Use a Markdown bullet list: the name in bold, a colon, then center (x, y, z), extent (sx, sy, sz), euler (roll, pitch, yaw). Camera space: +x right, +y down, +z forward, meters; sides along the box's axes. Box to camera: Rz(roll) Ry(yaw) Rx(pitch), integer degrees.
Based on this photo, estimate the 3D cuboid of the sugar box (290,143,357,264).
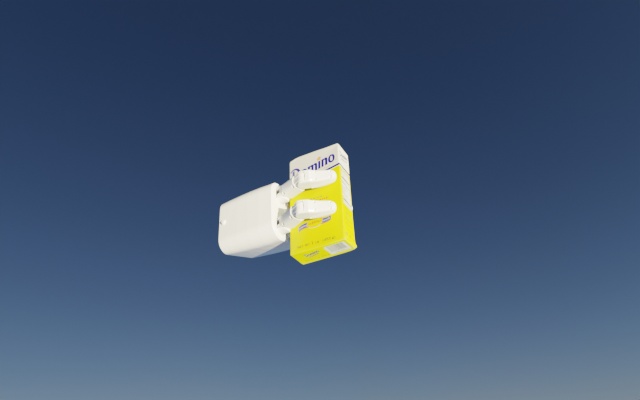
- **sugar box**: center (0.000, 0.002, 0.740), extent (0.093, 0.176, 0.048), euler (-18, -34, 21)
